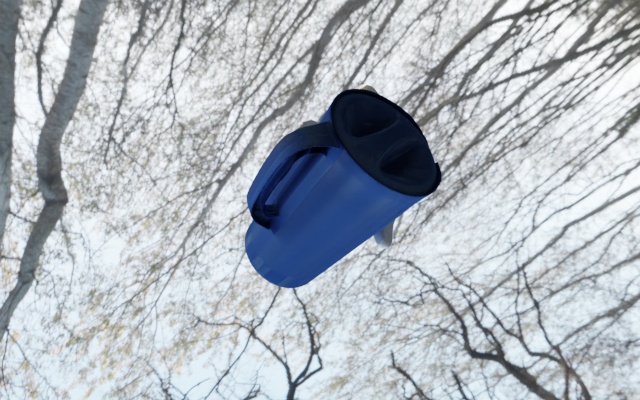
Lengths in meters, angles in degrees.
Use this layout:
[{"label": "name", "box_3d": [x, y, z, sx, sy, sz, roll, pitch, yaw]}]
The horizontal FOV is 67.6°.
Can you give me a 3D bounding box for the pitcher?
[{"label": "pitcher", "box_3d": [0.000, 0.002, 0.534, 0.243, 0.149, 0.145, -47, 8, 41]}]
